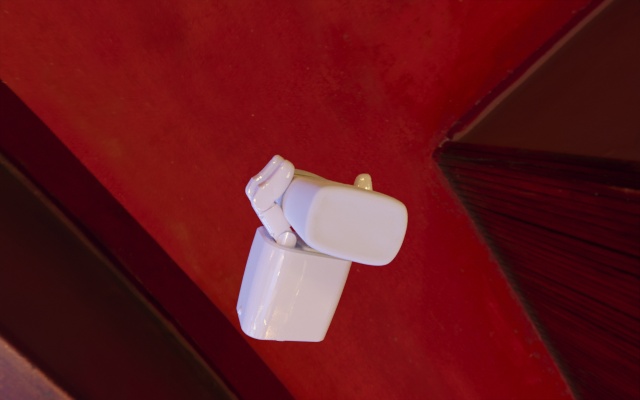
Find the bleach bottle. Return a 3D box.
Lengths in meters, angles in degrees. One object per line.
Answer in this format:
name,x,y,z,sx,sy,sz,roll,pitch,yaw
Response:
bleach bottle,0.000,0.002,0.550,0.102,0.068,0.250,15,6,-17
